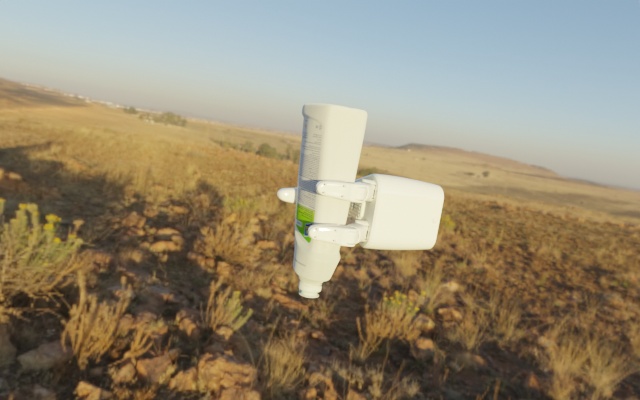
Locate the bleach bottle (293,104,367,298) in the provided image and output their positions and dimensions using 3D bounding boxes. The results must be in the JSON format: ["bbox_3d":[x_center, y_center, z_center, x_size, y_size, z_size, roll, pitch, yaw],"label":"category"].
[{"bbox_3d":[0.000,0.002,0.633,0.068,0.251,0.102,6,9,-23],"label":"bleach bottle"}]
